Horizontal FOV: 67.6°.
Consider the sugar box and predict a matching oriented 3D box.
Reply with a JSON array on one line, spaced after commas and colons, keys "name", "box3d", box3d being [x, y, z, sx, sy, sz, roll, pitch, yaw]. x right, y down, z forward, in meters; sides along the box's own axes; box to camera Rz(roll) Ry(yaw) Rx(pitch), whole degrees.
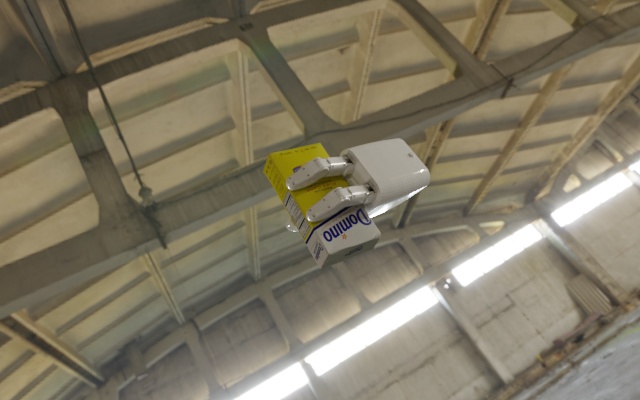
[{"name": "sugar box", "box3d": [0.000, 0.002, 0.672, 0.093, 0.176, 0.048, -18, -30, -31]}]
